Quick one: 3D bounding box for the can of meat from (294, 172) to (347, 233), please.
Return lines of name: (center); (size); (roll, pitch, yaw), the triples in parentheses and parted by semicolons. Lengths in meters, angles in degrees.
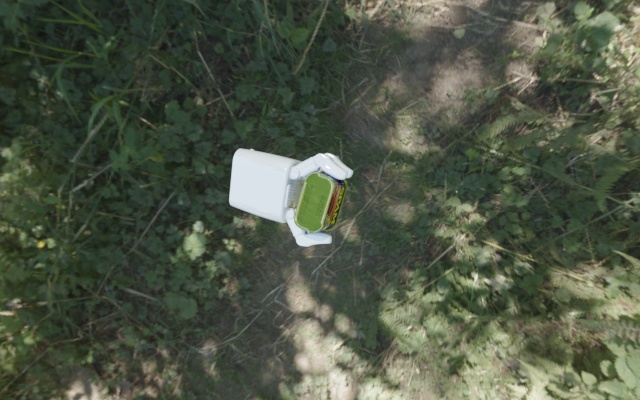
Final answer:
can of meat: (0.000, 0.003, 0.808); (0.057, 0.102, 0.084); (18, 6, 15)
